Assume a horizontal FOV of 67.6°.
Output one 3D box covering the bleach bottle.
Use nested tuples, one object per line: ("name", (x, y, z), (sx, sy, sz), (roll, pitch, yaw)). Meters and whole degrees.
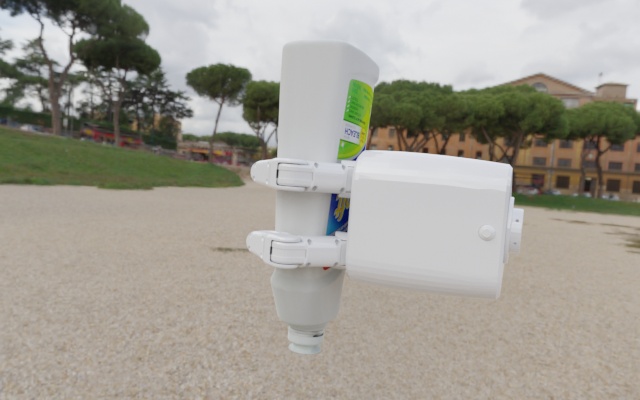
("bleach bottle", (0.000, 0.001, 0.409), (0.068, 0.251, 0.102), (6, 3, 22))
